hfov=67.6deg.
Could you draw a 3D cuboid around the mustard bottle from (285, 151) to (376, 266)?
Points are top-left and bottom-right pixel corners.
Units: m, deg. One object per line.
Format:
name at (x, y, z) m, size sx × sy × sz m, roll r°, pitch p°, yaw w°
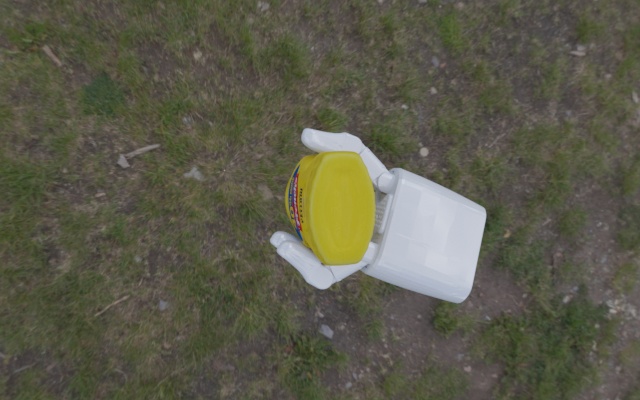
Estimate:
mustard bottle at (0.000, 0.002, 0.480) m, size 0.058 × 0.096 × 0.191 m, roll -4°, pitch 4°, yaw -11°
